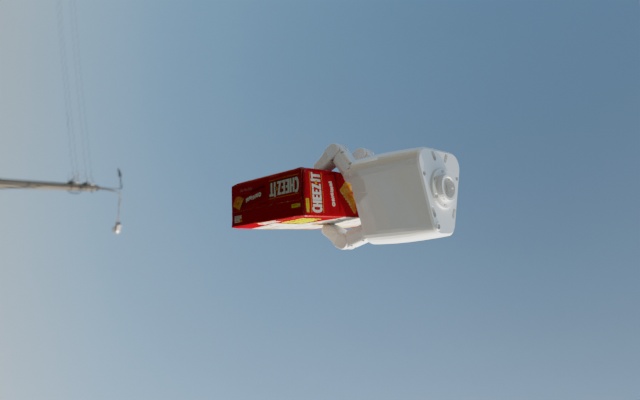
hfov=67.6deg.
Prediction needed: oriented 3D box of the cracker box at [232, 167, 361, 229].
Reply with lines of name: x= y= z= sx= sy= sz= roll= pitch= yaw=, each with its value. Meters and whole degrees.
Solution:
cracker box: x=0.000 y=0.003 z=0.715 sx=0.214 sy=0.072 sz=0.164 roll=4 pitch=-11 yaw=-44
